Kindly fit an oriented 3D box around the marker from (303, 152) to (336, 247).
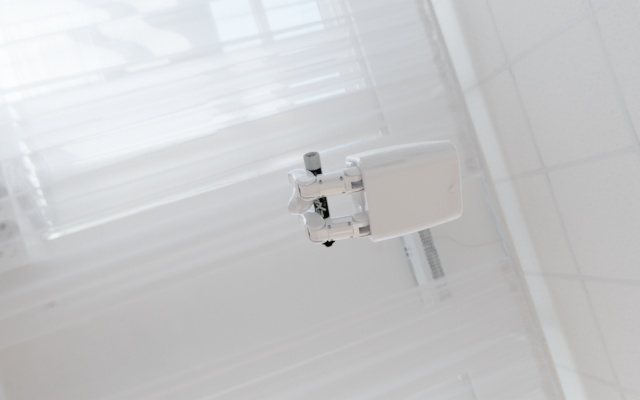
[{"bbox_3d":[0.000,0.002,0.560,0.020,0.121,0.020,-9,26,4],"label":"marker"}]
